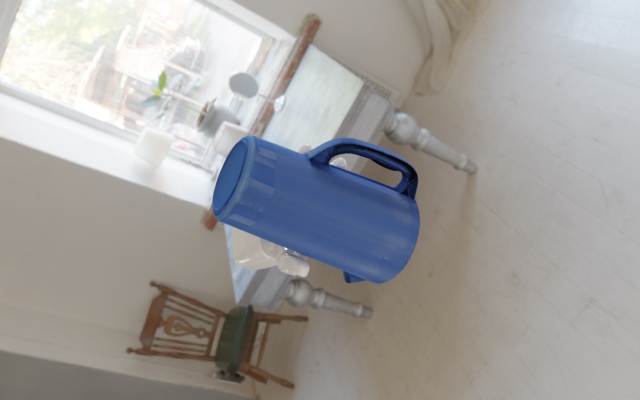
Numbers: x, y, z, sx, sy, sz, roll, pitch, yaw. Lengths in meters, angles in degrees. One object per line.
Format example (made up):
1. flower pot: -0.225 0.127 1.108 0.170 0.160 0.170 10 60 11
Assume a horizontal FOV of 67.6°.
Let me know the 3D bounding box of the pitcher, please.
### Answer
1. pitcher: 0.000 0.002 0.600 0.243 0.149 0.145 22 -25 -26
